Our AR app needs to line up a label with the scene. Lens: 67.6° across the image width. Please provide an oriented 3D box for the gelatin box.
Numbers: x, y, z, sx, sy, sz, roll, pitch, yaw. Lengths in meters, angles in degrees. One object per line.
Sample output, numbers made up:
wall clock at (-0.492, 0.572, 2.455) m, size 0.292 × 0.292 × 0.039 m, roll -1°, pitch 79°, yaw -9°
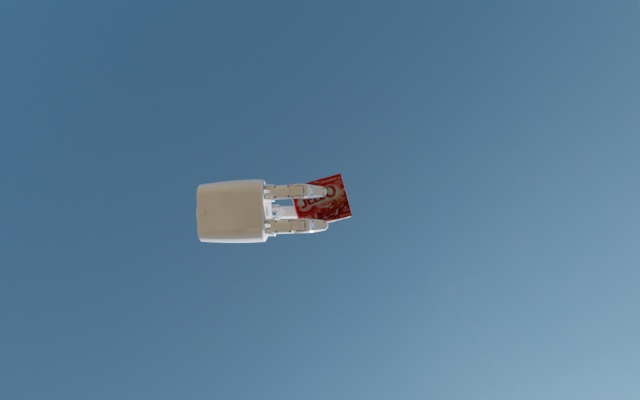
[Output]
gelatin box at (0.000, 0.003, 0.791) m, size 0.089 × 0.073 × 0.030 m, roll -15°, pitch -5°, yaw -4°
